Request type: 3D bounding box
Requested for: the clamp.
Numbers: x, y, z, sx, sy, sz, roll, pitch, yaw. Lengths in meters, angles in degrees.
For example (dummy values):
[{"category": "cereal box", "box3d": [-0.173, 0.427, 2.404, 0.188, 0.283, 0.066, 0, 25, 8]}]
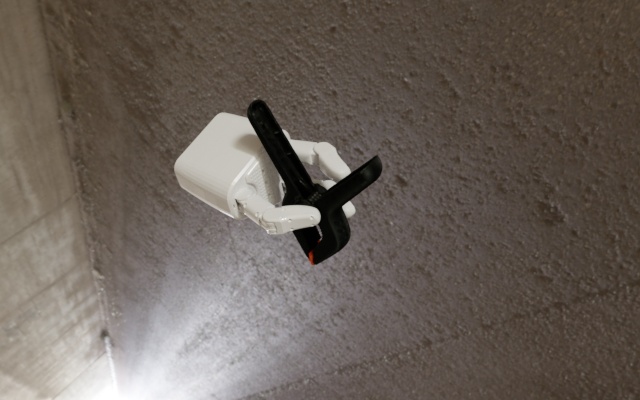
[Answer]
[{"category": "clamp", "box3d": [-0.001, 0.002, 0.523, 0.164, 0.210, 0.036, 26, 52, 34]}]
